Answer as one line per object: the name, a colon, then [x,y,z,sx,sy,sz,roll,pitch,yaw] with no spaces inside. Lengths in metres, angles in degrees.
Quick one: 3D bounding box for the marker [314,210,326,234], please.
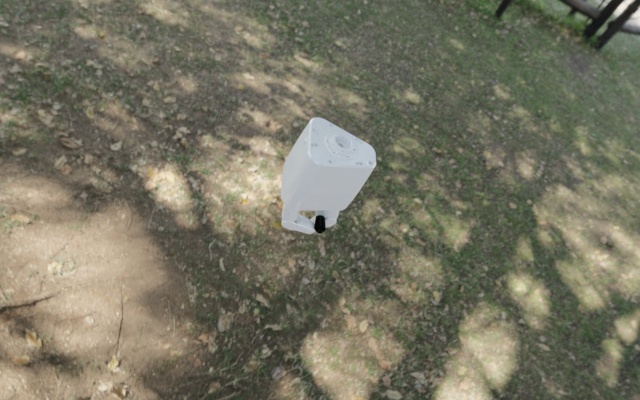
marker: [0.000,0.003,0.797,0.020,0.121,0.020,1,-38,1]
